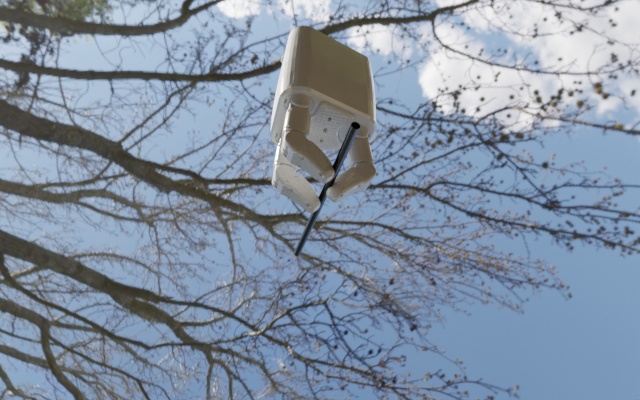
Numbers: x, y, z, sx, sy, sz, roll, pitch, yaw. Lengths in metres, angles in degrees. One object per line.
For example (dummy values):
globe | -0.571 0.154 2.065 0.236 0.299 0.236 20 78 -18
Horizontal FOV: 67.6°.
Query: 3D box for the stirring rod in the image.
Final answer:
stirring rod | 0.000 0.002 0.495 0.011 0.011 0.240 0 -32 -17
